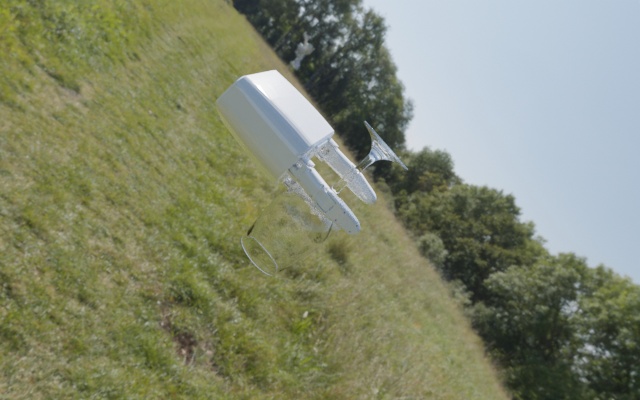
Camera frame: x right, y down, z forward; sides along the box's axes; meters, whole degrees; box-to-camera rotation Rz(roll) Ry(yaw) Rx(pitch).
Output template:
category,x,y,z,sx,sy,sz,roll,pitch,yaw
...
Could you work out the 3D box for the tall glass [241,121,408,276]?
category,x,y,z,sx,sy,sz,roll,pitch,yaw
tall glass,0.001,0.001,0.555,0.201,0.079,0.079,-41,-9,10
